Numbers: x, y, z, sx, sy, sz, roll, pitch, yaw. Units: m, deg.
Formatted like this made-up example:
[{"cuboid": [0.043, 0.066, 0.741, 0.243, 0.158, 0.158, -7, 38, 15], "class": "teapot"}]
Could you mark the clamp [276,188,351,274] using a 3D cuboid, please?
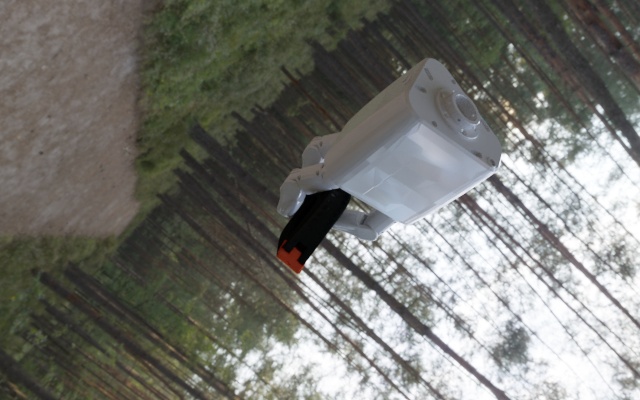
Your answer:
[{"cuboid": [0.001, 0.002, 0.515, 0.165, 0.036, 0.210, -40, 13, 46], "class": "clamp"}]
